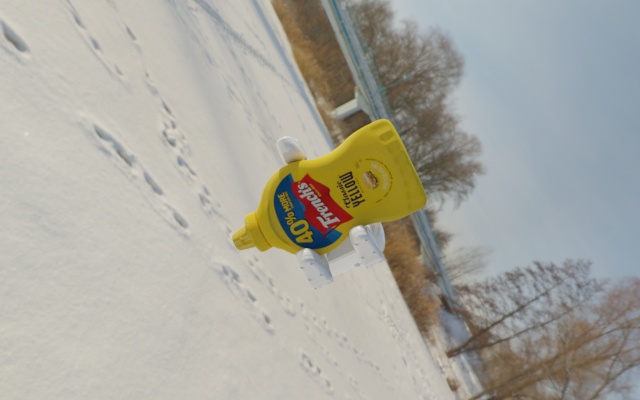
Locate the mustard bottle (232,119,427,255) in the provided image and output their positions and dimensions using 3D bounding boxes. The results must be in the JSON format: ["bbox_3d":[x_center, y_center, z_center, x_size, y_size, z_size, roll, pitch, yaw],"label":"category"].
[{"bbox_3d":[0.000,0.001,0.476,0.191,0.096,0.058,-26,5,5],"label":"mustard bottle"}]
